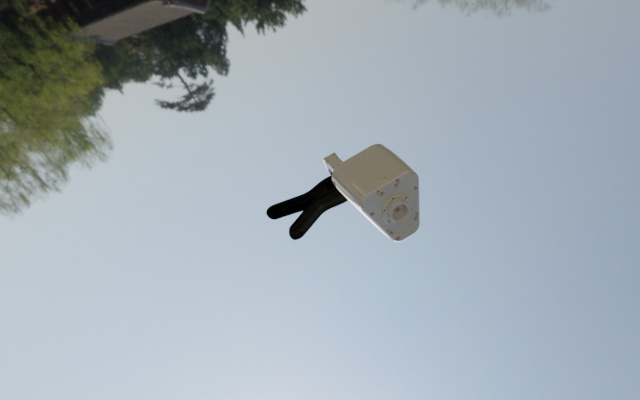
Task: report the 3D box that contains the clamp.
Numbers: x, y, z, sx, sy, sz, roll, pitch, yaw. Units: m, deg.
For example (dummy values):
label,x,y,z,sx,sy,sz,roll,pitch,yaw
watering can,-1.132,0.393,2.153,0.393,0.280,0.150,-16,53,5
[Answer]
label,x,y,z,sx,sy,sz,roll,pitch,yaw
clamp,0.000,0.003,0.767,0.171,0.039,0.120,-30,32,-5
